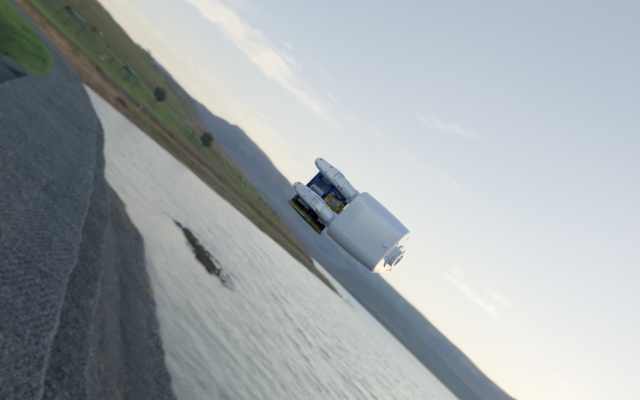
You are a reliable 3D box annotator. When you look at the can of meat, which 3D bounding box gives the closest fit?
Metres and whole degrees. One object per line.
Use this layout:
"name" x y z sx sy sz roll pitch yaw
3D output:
"can of meat" 0.000 0.003 0.848 0.057 0.084 0.102 42 -6 28
